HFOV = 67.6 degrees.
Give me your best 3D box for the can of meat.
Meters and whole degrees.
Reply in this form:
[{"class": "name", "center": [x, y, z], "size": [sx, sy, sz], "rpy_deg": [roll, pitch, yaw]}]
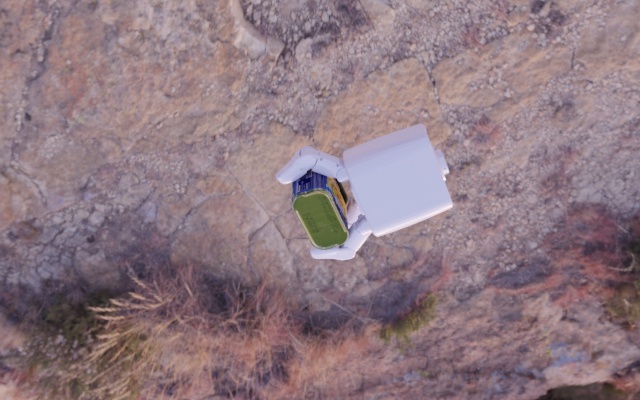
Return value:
[{"class": "can of meat", "center": [0.000, 0.002, 0.629], "size": [0.057, 0.102, 0.084], "rpy_deg": [-19, 35, 12]}]
